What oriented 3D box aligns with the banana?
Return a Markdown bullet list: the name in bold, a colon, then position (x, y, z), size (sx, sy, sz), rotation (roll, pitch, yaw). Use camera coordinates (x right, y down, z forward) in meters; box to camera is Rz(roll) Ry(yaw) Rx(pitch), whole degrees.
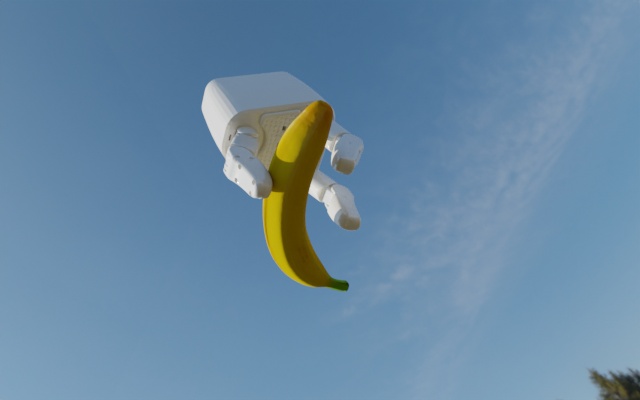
- **banana**: position (-0.017, 0.009, 0.416), size (0.069, 0.198, 0.037), rotation (-15, 36, -12)
